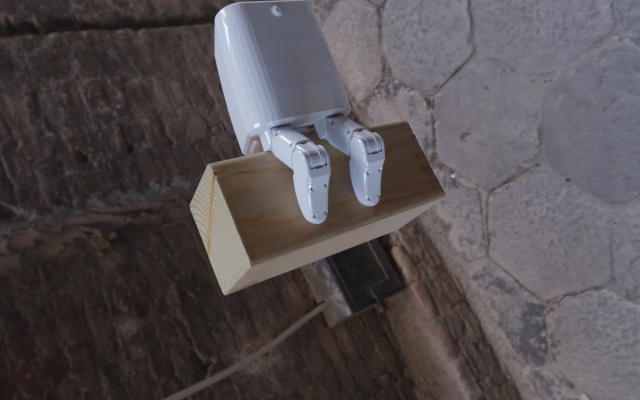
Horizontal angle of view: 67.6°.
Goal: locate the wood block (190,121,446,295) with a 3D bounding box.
[{"bbox_3d":[0.000,0.001,0.441,0.206,0.090,0.091,-17,-15,-31],"label":"wood block"}]
